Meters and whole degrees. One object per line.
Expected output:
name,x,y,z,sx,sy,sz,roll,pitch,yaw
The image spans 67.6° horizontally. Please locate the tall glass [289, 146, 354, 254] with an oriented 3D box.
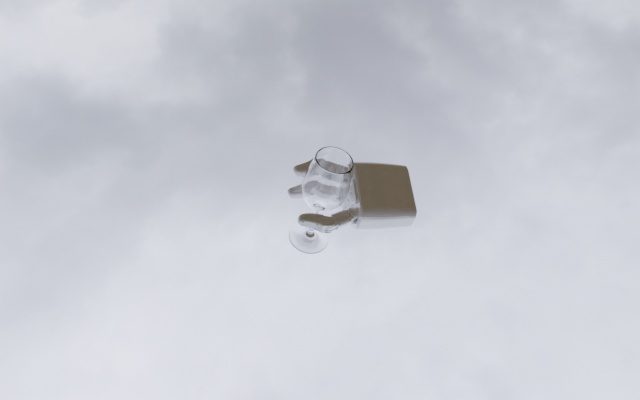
tall glass,0.000,0.003,0.809,0.079,0.079,0.201,0,-41,-17
